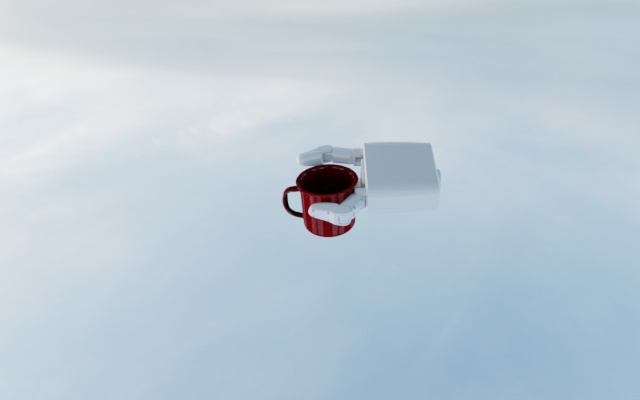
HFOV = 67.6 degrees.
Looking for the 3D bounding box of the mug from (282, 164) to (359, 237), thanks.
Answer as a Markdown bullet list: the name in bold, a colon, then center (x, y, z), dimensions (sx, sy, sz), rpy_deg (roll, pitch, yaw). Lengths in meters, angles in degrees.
- **mug**: center (-0.001, 0.003, 0.727), dimensions (0.117, 0.082, 0.093), rpy_deg (-2, 33, 3)
